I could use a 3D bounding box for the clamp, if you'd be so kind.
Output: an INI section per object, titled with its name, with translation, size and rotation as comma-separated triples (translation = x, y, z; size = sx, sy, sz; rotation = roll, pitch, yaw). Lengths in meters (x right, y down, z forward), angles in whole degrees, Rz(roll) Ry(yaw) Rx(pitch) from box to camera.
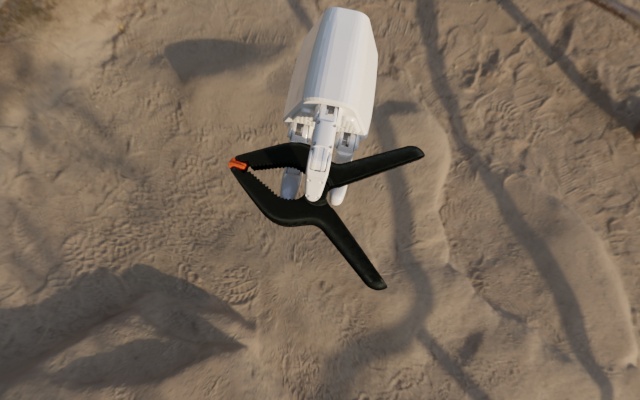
[clamp]
translation = 0.000, 0.001, 0.520
size = 0.210, 0.164, 0.036
rotation = 11, -11, -1
